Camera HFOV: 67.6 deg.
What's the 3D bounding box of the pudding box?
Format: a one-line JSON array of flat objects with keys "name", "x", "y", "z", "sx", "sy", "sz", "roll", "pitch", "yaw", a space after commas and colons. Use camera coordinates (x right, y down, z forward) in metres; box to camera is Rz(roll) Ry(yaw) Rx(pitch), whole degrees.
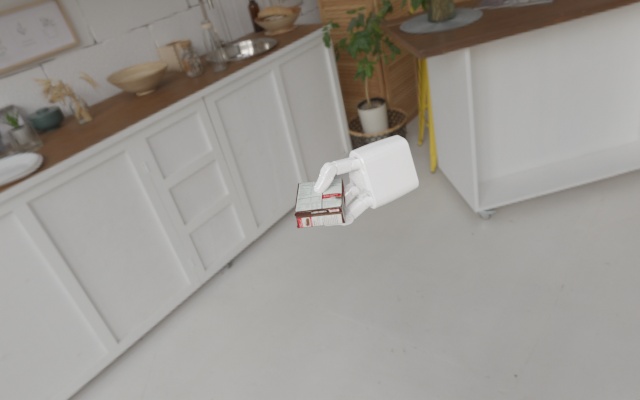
[{"name": "pudding box", "x": 0.000, "y": 0.003, "z": 0.895, "sx": 0.090, "sy": 0.039, "sz": 0.113, "roll": -7, "pitch": 29, "yaw": 7}]
